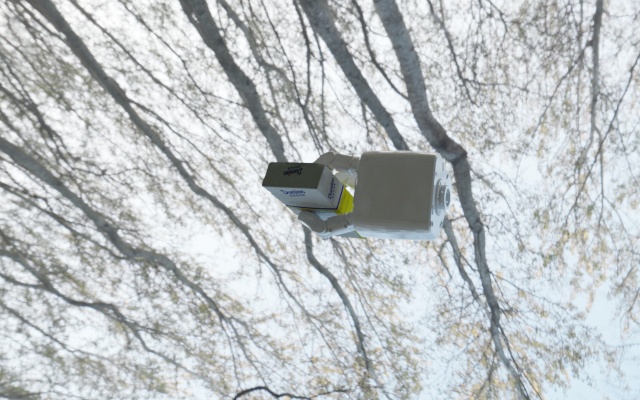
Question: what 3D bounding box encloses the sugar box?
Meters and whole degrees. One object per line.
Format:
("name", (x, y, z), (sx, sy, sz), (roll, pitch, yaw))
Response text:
("sugar box", (0.000, 0.002, 0.706), (0.093, 0.048, 0.176), (4, -26, 30))
